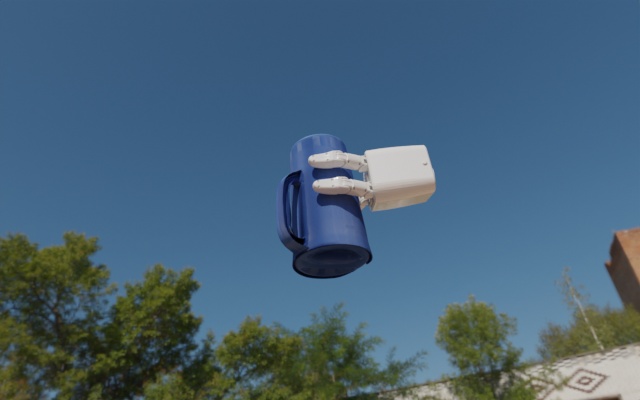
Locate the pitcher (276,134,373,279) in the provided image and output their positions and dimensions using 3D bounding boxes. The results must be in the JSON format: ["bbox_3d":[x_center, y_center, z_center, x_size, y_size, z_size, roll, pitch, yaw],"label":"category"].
[{"bbox_3d":[0.000,0.003,0.835,0.145,0.242,0.149,-8,-31,1],"label":"pitcher"}]
